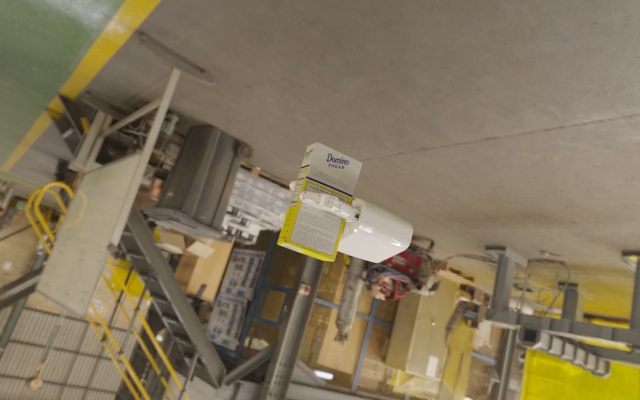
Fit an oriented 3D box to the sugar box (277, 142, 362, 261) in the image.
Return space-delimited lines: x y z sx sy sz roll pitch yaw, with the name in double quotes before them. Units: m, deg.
"sugar box" 0.000 0.003 0.790 0.093 0.176 0.048 23 -16 -23
